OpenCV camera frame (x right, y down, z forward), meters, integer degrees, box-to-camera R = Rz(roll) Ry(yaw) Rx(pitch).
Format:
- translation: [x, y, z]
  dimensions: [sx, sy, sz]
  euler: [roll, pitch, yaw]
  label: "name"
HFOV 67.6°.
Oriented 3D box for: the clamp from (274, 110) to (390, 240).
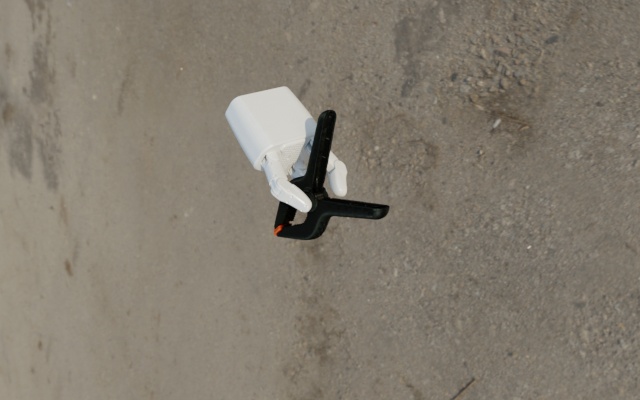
- translation: [-0.001, 0.002, 0.672]
  dimensions: [0.036, 0.164, 0.210]
  euler: [-9, -32, -44]
  label: "clamp"
